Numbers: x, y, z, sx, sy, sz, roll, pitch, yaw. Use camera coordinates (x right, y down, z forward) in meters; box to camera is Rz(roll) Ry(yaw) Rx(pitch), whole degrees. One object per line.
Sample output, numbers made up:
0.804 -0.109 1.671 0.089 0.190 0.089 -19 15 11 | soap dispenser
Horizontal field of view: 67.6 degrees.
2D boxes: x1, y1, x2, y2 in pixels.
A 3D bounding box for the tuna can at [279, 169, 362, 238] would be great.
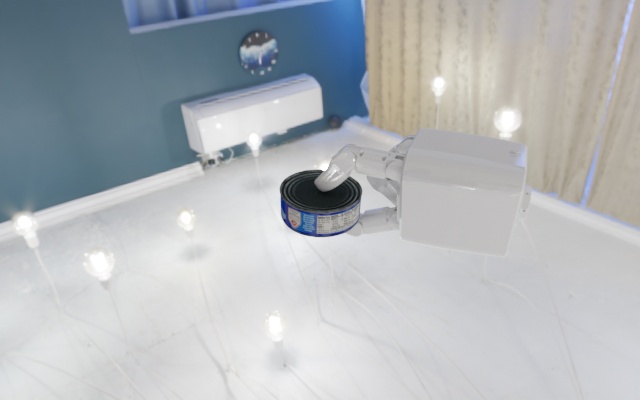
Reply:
0.000 0.002 0.502 0.086 0.034 0.086 1 32 -1 | tuna can
